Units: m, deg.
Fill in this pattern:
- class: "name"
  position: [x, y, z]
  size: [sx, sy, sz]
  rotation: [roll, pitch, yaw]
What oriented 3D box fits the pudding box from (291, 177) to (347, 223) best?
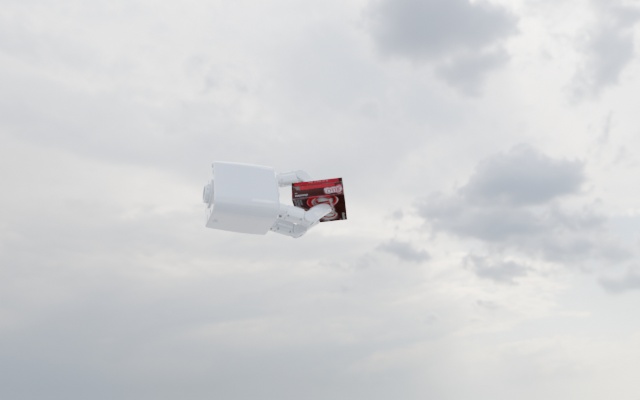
- class: "pudding box"
  position: [0.000, 0.003, 0.854]
  size: [0.090, 0.039, 0.113]
  rotation: [-6, -24, 4]
